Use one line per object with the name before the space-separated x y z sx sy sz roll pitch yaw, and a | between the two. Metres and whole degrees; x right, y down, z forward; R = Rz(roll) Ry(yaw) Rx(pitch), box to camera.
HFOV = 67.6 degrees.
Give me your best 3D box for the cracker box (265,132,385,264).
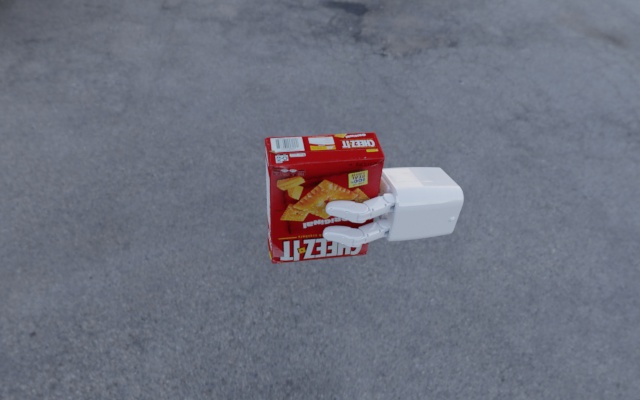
cracker box | 0.000 0.002 0.737 0.164 0.214 0.072 -4 44 -9
